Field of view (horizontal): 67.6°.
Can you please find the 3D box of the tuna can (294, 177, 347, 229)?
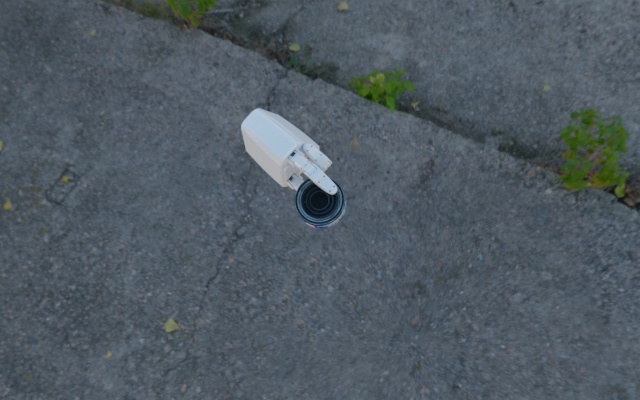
[{"bbox_3d":[0.000,0.002,0.789,0.086,0.086,0.034,0,-13,7],"label":"tuna can"}]
